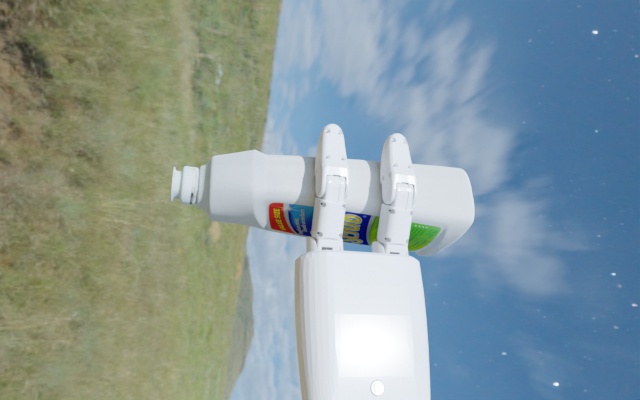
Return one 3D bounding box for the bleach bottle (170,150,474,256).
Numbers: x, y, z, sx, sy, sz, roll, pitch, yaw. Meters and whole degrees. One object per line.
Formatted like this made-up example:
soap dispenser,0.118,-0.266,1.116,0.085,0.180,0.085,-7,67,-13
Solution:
bleach bottle,0.000,0.001,0.420,0.251,0.068,0.103,5,-26,-15
